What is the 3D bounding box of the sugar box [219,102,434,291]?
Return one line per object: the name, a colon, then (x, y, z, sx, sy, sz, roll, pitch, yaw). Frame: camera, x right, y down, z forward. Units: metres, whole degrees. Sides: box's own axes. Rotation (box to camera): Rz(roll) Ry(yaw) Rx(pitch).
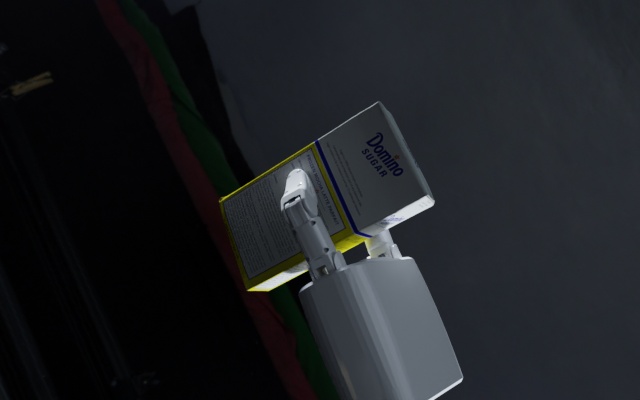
sugar box: (0.000, 0.002, 0.418, 0.176, 0.093, 0.048, -28, -20, 16)
